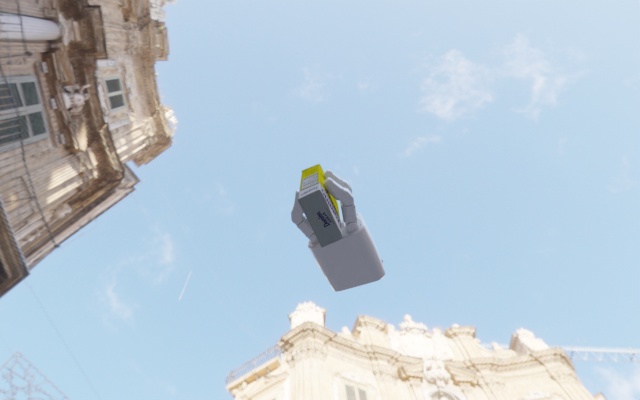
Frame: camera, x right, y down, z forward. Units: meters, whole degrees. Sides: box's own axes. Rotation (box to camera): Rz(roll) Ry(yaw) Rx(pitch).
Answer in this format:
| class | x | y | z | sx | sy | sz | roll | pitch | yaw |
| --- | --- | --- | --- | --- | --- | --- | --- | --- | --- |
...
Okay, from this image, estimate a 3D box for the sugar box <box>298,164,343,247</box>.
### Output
| class | x | y | z | sx | sy | sz | roll | pitch | yaw |
| --- | --- | --- | --- | --- | --- | --- | --- | --- | --- |
| sugar box | 0.001 | 0.003 | 0.831 | 0.048 | 0.093 | 0.176 | -25 | 17 | 5 |
